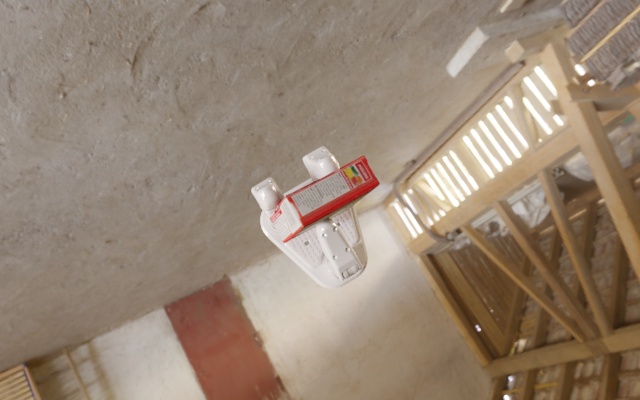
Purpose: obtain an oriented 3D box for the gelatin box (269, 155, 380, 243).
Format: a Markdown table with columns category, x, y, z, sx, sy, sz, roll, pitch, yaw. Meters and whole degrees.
| category | x | y | z | sx | sy | sz | roll | pitch | yaw |
| --- | --- | --- | --- | --- | --- | --- | --- | --- | --- |
| gelatin box | 0.000 | 0.002 | 0.401 | 0.073 | 0.030 | 0.089 | -28 | -5 | -18 |
